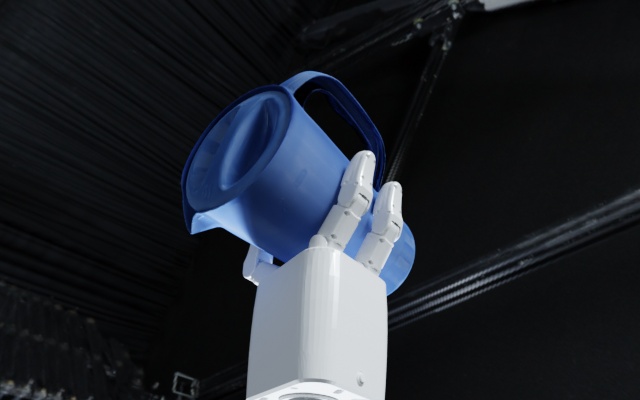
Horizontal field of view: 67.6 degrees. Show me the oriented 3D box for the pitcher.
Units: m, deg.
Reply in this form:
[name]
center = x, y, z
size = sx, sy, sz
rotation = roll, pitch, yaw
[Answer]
[pitcher]
center = 0.000, 0.002, 0.480
size = 0.149, 0.145, 0.243
rotation = -21, -43, 32
